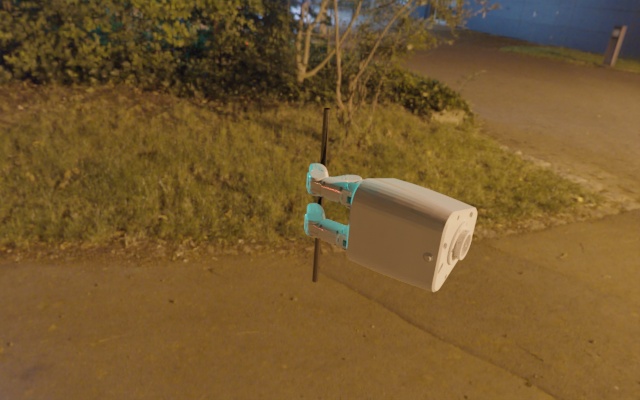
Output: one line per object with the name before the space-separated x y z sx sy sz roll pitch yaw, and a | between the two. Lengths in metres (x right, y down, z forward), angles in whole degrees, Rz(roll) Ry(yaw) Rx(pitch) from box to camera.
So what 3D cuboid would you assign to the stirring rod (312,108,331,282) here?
stirring rod | 0.000 0.002 0.604 0.011 0.240 0.011 3 26 -2
